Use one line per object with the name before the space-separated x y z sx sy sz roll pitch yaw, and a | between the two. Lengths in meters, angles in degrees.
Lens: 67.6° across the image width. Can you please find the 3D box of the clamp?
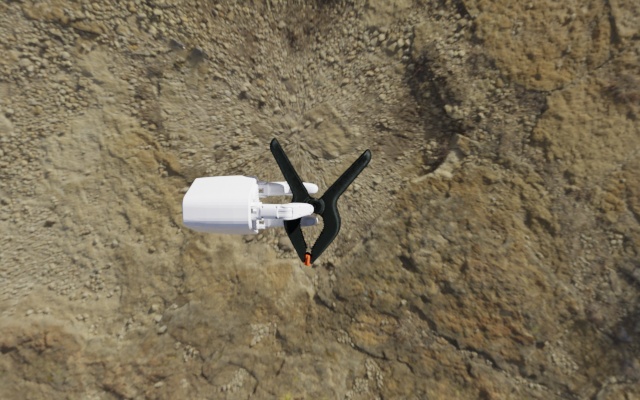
clamp | 0.000 0.003 0.781 0.164 0.210 0.036 0 7 3
